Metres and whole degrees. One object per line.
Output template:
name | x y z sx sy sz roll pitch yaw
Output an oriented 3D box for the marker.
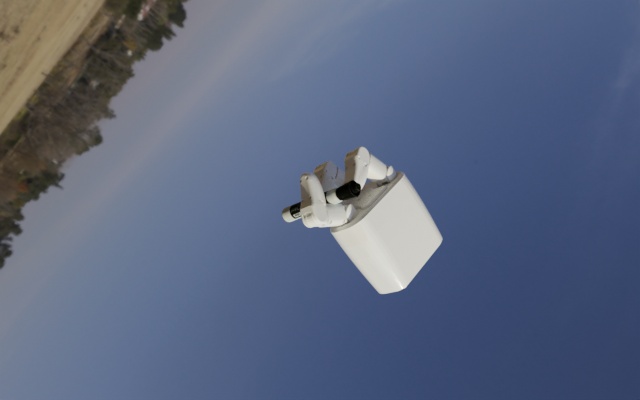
marker | 0.000 0.002 0.550 0.020 0.020 0.121 0 -16 -45
